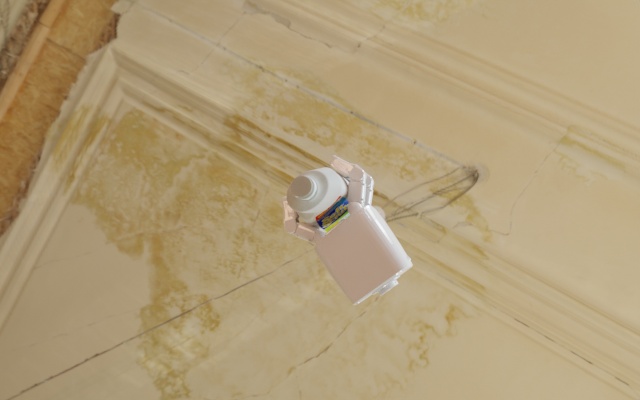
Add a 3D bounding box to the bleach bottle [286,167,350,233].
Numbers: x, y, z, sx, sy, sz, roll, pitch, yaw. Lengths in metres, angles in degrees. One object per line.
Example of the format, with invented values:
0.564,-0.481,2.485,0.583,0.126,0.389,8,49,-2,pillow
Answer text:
0.000,0.002,0.727,0.102,0.068,0.251,-35,-14,8,bleach bottle
